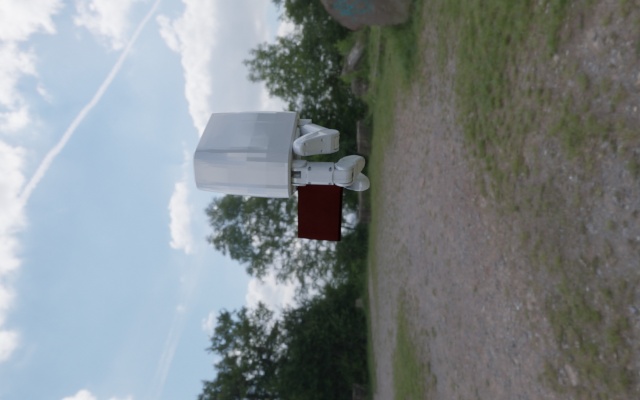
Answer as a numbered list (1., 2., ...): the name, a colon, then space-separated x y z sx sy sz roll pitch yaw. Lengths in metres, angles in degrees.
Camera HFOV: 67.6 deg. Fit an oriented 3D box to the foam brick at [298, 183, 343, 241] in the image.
1. foam brick: 0.000 0.002 0.567 0.051 0.078 0.053 2 23 1
